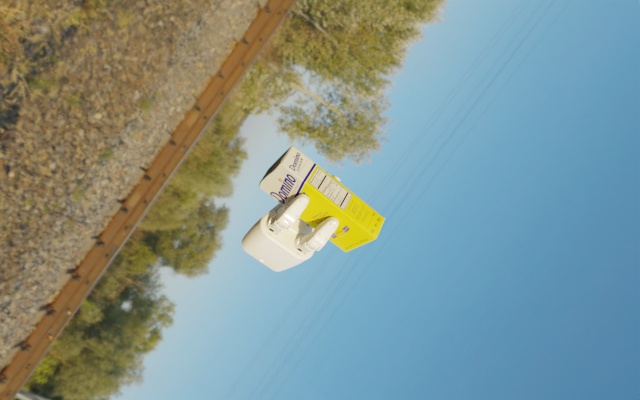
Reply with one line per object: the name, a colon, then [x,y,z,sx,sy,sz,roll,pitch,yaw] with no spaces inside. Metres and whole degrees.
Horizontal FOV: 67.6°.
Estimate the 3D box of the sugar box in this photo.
sugar box: [0.000,0.003,0.708,0.176,0.048,0.093,35,-32,-12]
